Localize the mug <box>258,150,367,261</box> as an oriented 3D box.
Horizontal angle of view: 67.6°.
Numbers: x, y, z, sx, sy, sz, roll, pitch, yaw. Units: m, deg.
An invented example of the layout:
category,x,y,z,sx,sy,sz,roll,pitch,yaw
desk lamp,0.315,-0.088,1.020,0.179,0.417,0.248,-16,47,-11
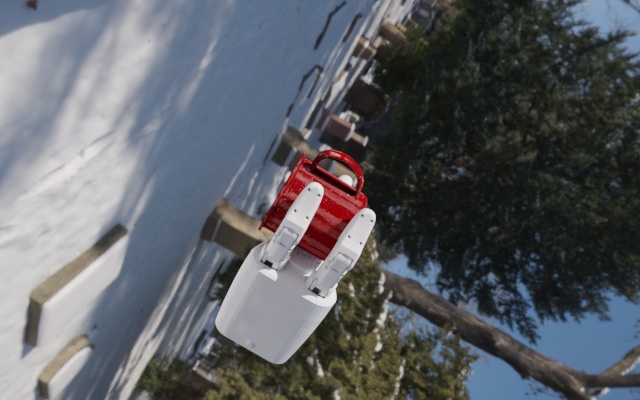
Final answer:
category,x,y,z,sx,sy,sz,roll,pitch,yaw
mug,0.001,0.001,0.485,0.081,0.117,0.093,31,28,-4
